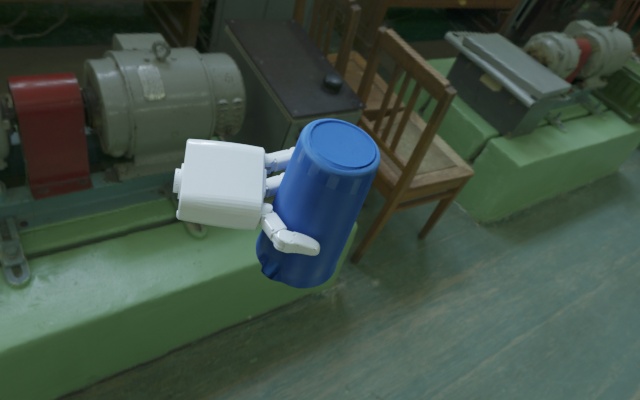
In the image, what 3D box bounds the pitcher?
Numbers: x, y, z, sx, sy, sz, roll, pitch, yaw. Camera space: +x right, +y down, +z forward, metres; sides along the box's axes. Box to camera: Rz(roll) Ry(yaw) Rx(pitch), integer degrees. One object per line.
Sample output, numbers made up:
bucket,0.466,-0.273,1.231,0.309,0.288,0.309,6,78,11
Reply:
pitcher,0.000,0.002,0.687,0.145,0.149,0.243,7,-43,-16
